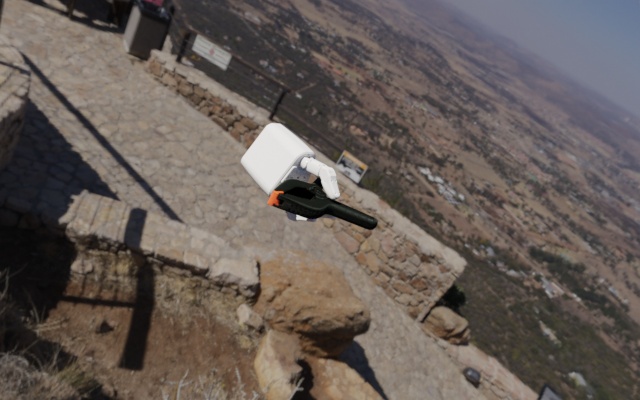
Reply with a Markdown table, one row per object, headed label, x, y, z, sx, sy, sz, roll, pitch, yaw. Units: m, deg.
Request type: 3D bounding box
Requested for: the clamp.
| label | x | y | z | sx | sy | sz | roll | pitch | yaw |
| --- | --- | --- | --- | --- | --- | --- | --- | --- | --- |
| clamp | 0.000 | 0.002 | 0.852 | 0.164 | 0.036 | 0.210 | 43 | 29 | 28 |
